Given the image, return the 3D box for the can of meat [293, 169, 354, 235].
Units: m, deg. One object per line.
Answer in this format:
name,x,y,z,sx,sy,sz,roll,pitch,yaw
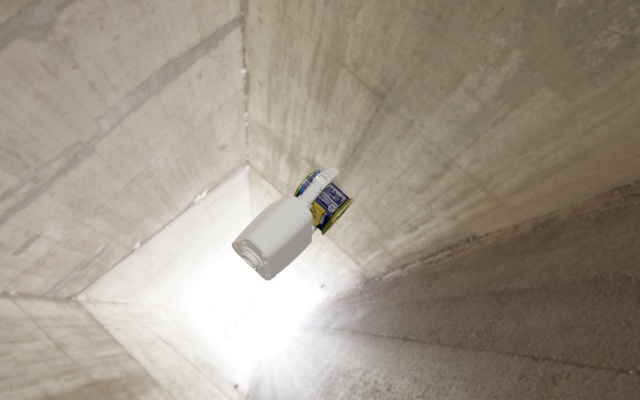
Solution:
can of meat,0.000,0.002,0.827,0.057,0.084,0.102,-45,-6,-25
